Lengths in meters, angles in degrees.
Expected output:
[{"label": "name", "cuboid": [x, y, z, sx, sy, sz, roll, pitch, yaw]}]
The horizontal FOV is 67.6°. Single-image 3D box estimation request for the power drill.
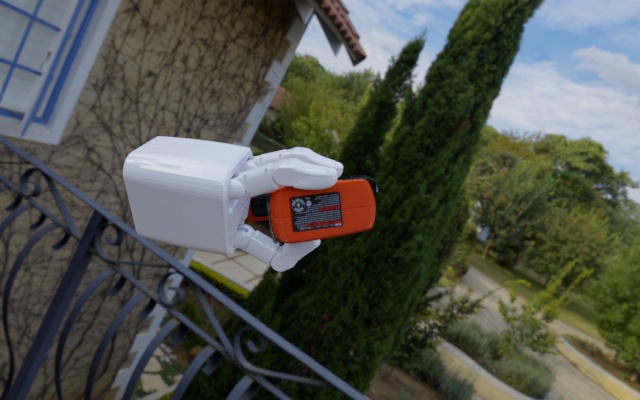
[{"label": "power drill", "cuboid": [0.000, 0.002, 0.556, 0.184, 0.057, 0.187, -10, 5, -11]}]
